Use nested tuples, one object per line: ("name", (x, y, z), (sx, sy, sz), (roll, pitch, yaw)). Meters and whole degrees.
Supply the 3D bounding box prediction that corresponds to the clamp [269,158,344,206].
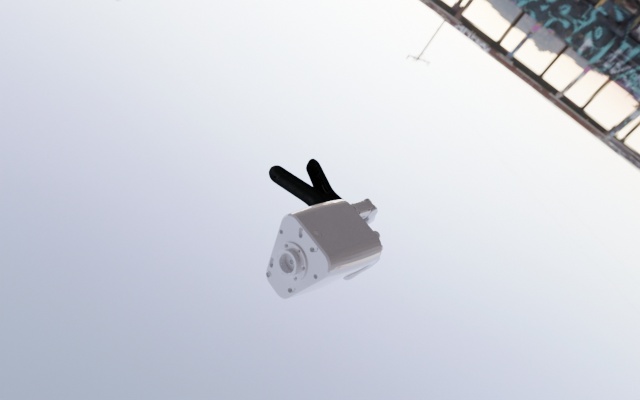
("clamp", (0.000, 0.003, 0.700), (0.120, 0.171, 0.039), (-11, -35, -49))
